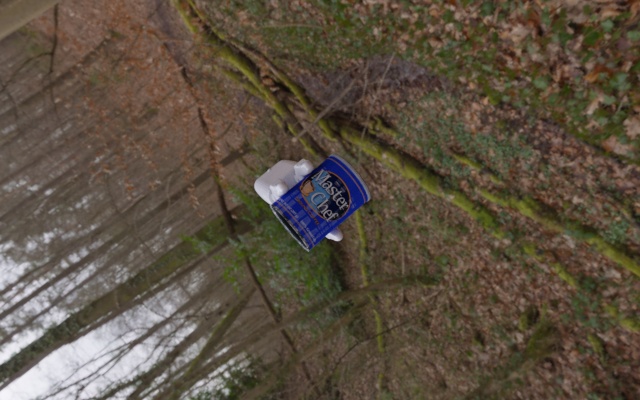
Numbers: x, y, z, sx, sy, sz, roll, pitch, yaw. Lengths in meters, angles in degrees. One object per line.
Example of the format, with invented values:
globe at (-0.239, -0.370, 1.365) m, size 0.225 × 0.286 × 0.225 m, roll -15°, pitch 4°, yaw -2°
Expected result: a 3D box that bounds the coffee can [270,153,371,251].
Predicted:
coffee can at (0.000, 0.003, 0.813) m, size 0.140 × 0.103 × 0.103 m, roll -40°, pitch 9°, yaw -11°
